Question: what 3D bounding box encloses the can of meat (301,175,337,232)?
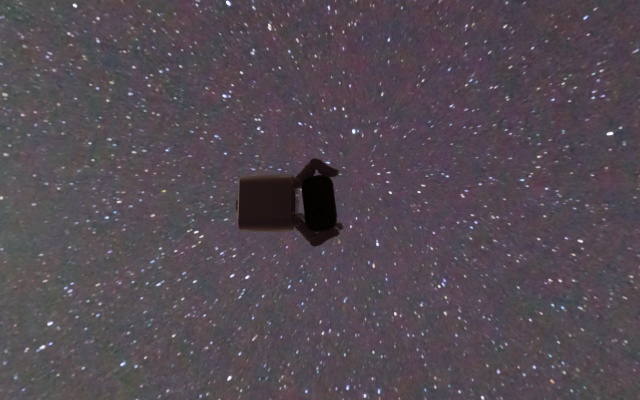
[{"bbox_3d":[0.000,0.003,0.897,0.057,0.102,0.084,-7,3,4],"label":"can of meat"}]
